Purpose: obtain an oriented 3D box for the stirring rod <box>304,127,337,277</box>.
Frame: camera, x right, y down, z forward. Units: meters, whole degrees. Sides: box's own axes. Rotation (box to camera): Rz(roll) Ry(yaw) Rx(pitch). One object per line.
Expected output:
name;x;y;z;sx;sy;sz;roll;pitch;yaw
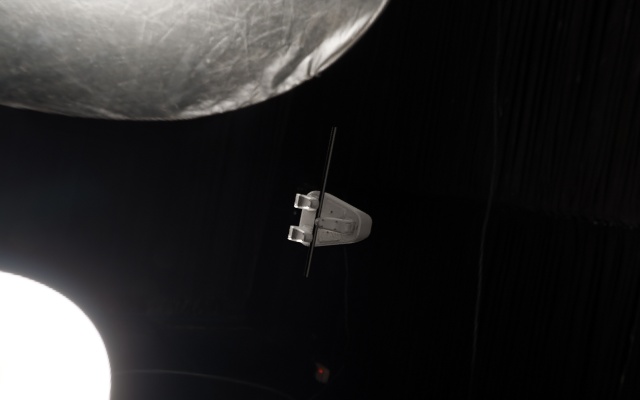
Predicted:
stirring rod;0.000;0.002;0.757;0.011;0.239;0.011;11;1;0
